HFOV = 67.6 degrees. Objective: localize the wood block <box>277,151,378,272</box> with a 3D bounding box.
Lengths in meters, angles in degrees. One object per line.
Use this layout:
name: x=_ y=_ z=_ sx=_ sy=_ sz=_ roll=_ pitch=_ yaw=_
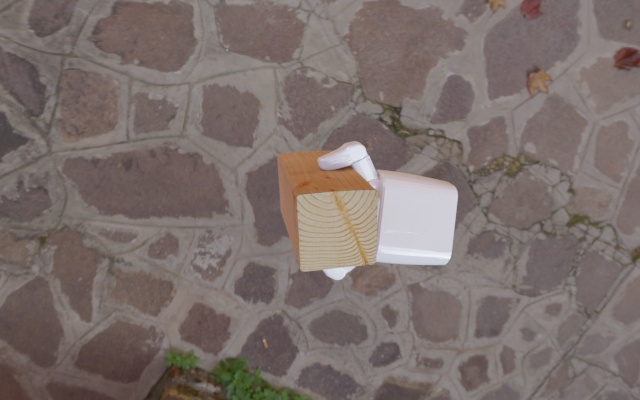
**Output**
wood block: x=0.001 y=0.002 z=0.612 sx=0.090 sy=0.091 sz=0.206 roll=-4 pitch=18 yaw=-10
